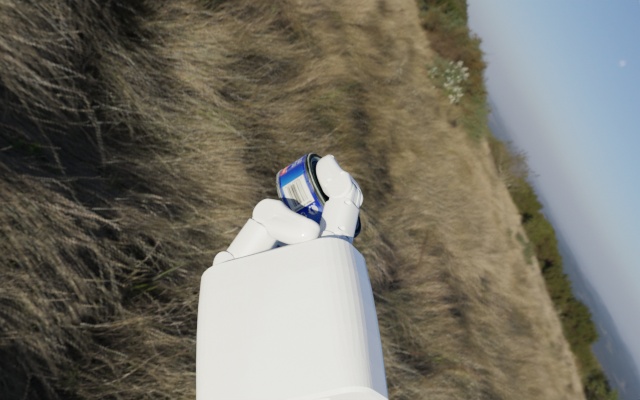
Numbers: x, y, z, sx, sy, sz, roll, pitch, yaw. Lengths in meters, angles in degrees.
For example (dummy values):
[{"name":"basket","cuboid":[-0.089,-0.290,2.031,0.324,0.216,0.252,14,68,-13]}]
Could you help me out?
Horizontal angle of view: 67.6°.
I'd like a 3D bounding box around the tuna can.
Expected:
[{"name":"tuna can","cuboid":[0.001,0.001,0.422,0.034,0.086,0.086,-31,-11,18]}]
